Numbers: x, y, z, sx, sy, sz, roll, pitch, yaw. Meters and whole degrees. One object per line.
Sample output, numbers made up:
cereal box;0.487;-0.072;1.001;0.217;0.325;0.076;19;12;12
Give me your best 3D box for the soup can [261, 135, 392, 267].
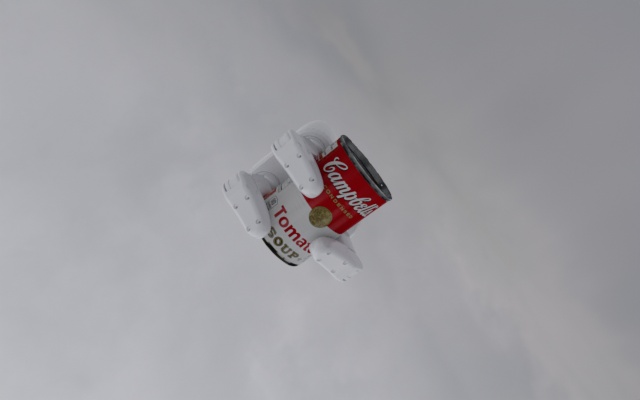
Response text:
soup can;0.000;0.002;0.408;0.102;0.068;0.068;-37;-10;13
